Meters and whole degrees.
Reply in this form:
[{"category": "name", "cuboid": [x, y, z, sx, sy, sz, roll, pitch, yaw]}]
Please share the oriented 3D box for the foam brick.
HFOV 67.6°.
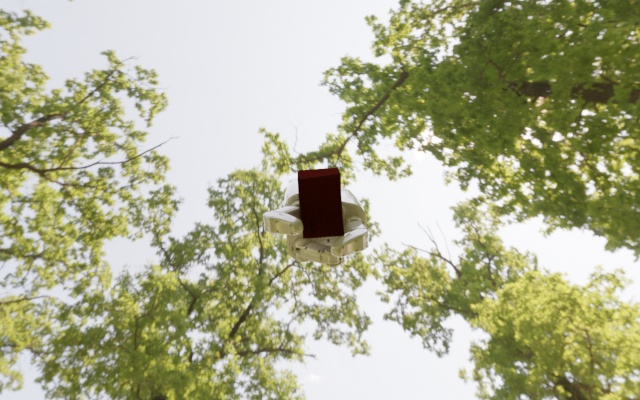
[{"category": "foam brick", "cuboid": [0.000, 0.002, 0.591, 0.053, 0.078, 0.051, -4, 17, 0]}]
